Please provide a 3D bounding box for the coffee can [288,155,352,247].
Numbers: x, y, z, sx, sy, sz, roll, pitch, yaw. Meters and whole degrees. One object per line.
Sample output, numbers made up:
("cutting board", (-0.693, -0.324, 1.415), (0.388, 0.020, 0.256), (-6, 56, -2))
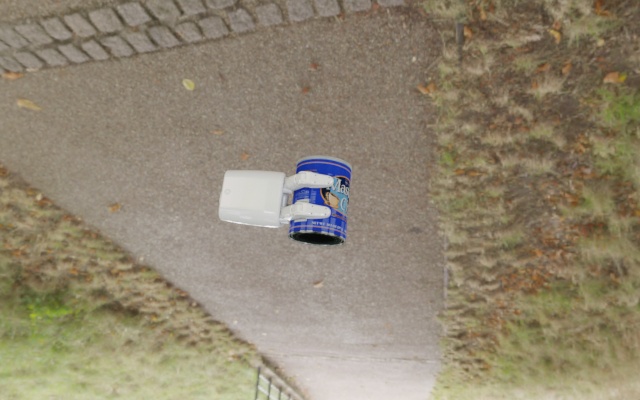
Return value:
("coffee can", (0.000, 0.003, 0.856), (0.103, 0.140, 0.103), (5, -17, 2))
